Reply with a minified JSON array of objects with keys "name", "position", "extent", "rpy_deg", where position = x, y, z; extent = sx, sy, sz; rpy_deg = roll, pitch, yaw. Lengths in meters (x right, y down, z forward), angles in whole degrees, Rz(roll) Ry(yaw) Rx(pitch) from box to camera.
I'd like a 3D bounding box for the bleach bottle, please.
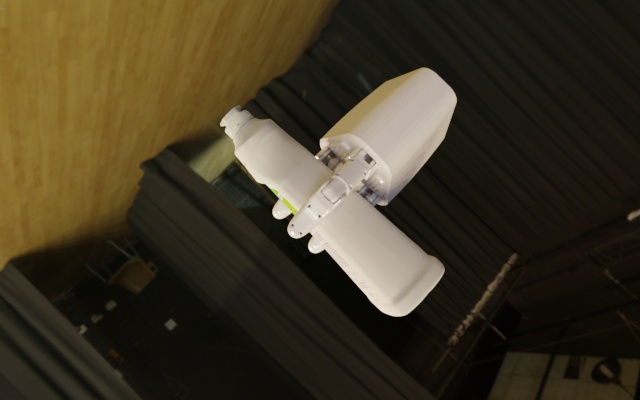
[{"name":"bleach bottle","position":[0.000,0.002,0.469],"extent":[0.068,0.251,0.102],"rpy_deg":[-45,0,-12]}]
